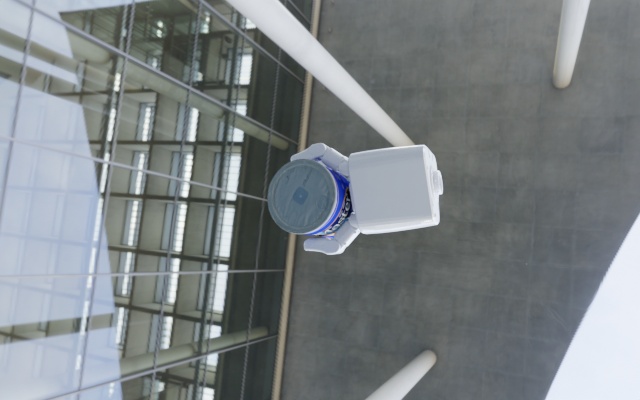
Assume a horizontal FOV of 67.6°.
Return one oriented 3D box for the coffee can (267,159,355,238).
[{"bbox_3d":[0.000,0.002,0.705,0.103,0.103,0.140,0,-7,23],"label":"coffee can"}]
